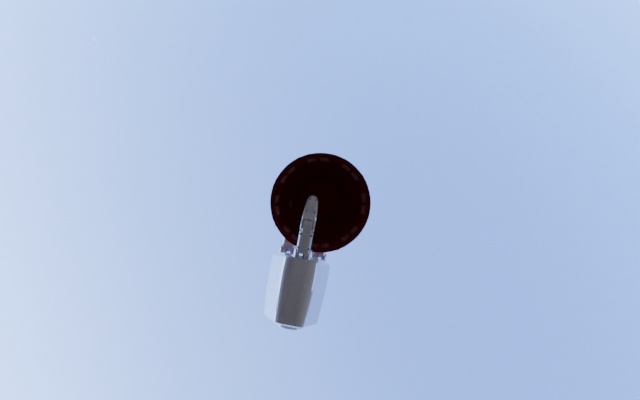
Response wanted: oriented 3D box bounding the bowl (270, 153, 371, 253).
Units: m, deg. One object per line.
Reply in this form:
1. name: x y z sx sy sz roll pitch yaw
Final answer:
1. bowl: 0.001 0.001 0.791 0.162 0.162 0.055 0 4 1
